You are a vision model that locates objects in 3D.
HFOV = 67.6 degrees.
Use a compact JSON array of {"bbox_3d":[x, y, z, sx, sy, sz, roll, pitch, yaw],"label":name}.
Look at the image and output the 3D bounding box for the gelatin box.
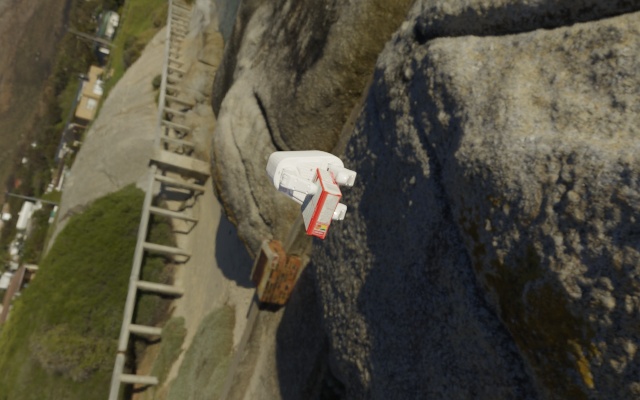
[{"bbox_3d":[0.000,0.002,0.704,0.030,0.073,0.089,16,22,-15],"label":"gelatin box"}]
